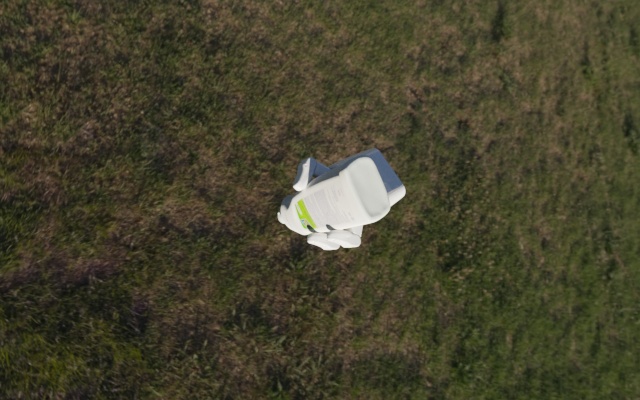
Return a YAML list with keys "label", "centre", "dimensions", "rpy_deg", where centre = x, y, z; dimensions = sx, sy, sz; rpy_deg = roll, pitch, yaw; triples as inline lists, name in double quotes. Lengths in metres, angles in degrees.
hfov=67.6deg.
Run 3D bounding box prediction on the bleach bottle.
- label: "bleach bottle"
  centre: [0.000, 0.003, 0.797]
  dimensions: [0.068, 0.102, 0.251]
  rpy_deg: [-29, 8, -36]
